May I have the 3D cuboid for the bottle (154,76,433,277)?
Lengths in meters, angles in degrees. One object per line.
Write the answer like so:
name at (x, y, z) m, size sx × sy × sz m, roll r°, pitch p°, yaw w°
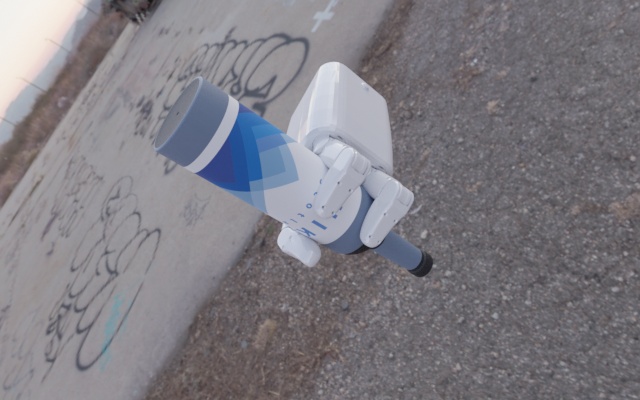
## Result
bottle at (0.000, 0.001, 0.433) m, size 0.296 × 0.069 × 0.069 m, roll 32°, pitch -17°, yaw -30°
